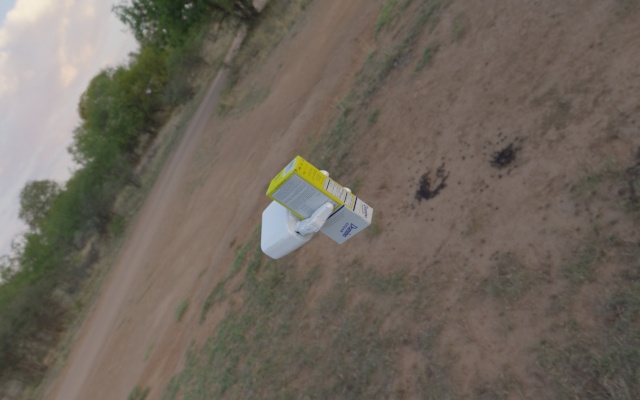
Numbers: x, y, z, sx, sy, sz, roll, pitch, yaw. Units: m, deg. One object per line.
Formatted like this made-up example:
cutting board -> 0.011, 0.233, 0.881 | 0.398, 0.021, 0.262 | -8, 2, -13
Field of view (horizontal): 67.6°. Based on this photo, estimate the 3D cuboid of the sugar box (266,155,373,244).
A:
sugar box -> 0.000, 0.002, 0.869 | 0.176, 0.048, 0.093 | 34, -46, -20
